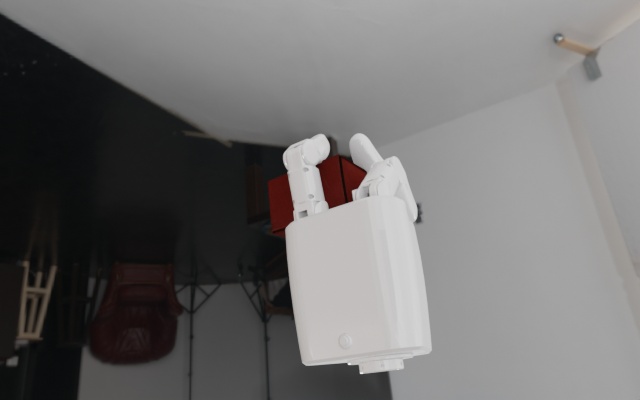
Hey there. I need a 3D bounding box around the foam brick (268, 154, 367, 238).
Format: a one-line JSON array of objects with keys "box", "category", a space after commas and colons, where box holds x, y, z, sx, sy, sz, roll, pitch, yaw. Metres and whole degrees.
[{"box": [0.000, 0.001, 0.420, 0.078, 0.051, 0.053, -19, -22, 29], "category": "foam brick"}]
